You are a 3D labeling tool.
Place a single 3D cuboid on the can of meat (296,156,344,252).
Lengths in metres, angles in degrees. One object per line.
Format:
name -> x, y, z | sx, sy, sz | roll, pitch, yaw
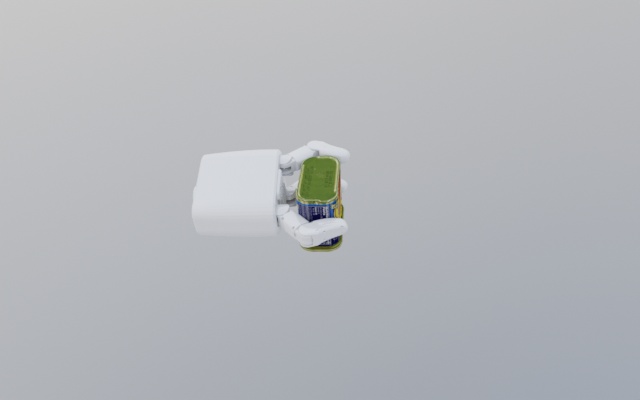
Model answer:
can of meat -> 0.000, 0.002, 0.626 | 0.057, 0.084, 0.102 | 0, 40, 6
